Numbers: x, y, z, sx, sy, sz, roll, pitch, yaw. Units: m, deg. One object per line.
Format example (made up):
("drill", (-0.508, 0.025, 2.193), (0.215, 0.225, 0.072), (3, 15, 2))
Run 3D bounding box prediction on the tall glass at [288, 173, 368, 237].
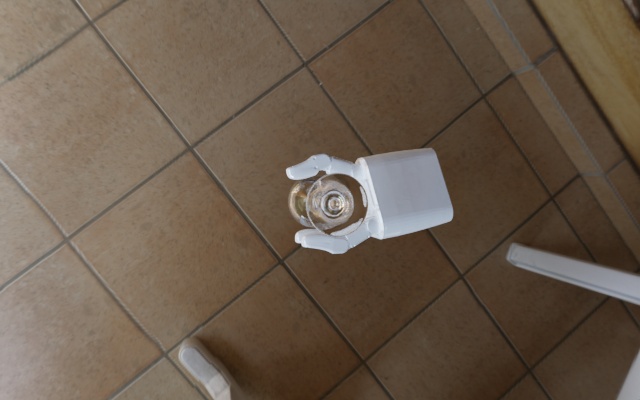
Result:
("tall glass", (0.000, 0.002, 0.646), (0.079, 0.079, 0.201), (0, 2, -12))
